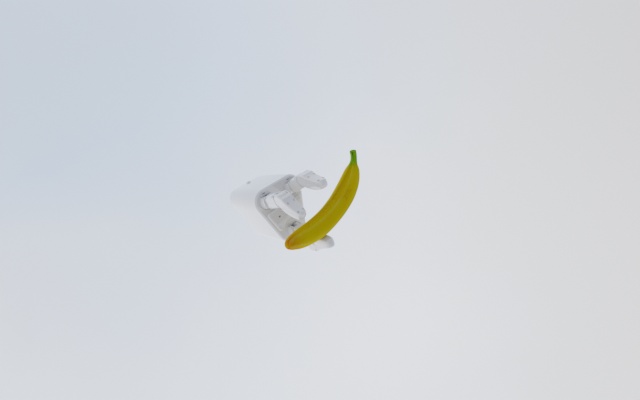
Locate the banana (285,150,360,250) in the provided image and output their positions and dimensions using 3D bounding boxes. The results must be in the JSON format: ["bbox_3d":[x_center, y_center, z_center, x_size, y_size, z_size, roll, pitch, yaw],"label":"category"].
[{"bbox_3d":[0.012,0.011,0.780,0.037,0.197,0.070,13,-27,49],"label":"banana"}]
